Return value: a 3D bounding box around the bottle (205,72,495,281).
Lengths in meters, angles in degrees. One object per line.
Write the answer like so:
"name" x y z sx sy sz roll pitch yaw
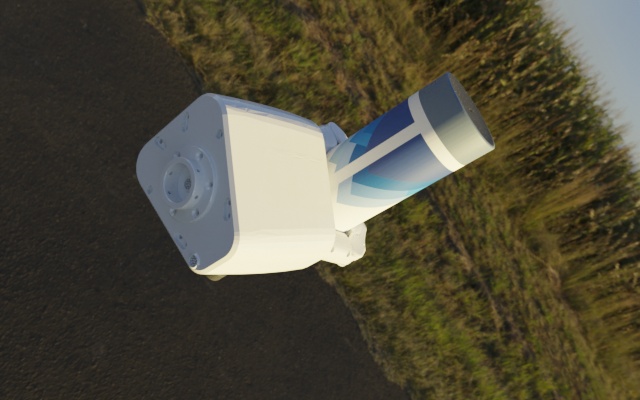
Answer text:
"bottle" 0.000 0.001 0.419 0.296 0.069 0.069 -31 -16 28
